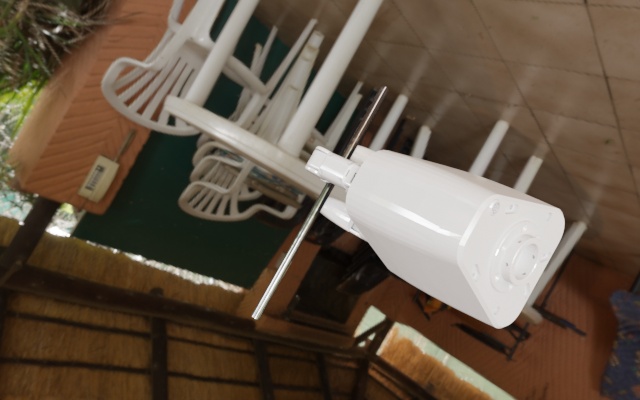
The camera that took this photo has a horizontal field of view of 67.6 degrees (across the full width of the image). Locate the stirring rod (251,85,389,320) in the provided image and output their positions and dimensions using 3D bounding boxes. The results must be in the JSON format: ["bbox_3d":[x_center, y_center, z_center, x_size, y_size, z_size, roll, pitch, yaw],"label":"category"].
[{"bbox_3d":[0.000,0.001,0.435,0.011,0.239,0.011,29,-1,1],"label":"stirring rod"}]
